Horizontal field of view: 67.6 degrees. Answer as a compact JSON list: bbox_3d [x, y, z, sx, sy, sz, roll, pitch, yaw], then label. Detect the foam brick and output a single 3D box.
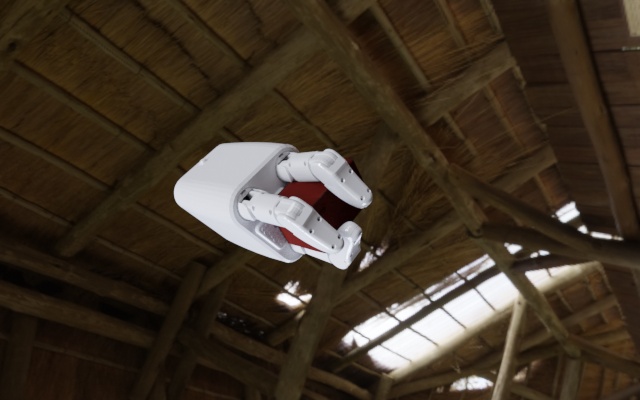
[{"bbox_3d":[0.000,0.001,0.451,0.051,0.053,0.078,11,48,42],"label":"foam brick"}]
